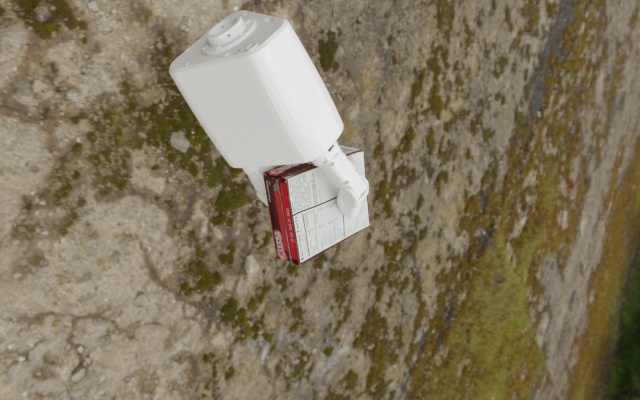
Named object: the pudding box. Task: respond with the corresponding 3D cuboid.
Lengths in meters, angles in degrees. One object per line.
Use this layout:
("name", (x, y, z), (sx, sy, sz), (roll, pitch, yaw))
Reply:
("pudding box", (0.000, 0.002, 0.479), (0.113, 0.090, 0.039), (-23, 25, -39))
